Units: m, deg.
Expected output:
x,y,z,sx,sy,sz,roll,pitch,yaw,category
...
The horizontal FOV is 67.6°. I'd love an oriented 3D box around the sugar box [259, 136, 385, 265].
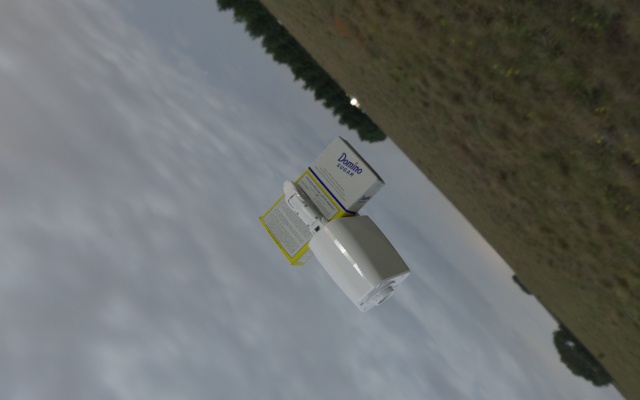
x,y,z,sx,sy,sz,roll,pitch,yaw,category
0.000,0.003,0.695,0.176,0.093,0.048,-44,-23,11,sugar box
